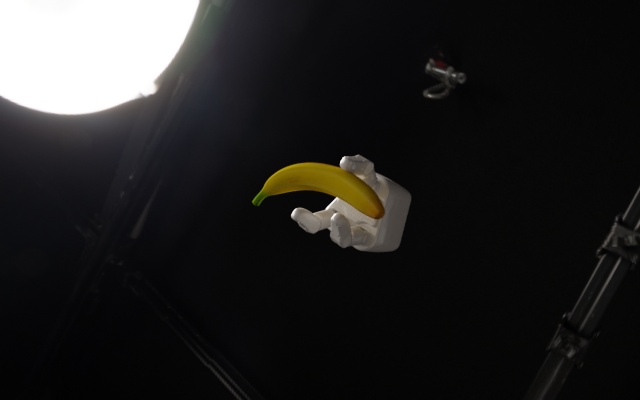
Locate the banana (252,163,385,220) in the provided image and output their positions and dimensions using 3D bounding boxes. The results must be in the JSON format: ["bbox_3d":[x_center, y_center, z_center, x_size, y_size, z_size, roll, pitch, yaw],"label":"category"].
[{"bbox_3d":[0.000,-0.016,0.639,0.198,0.069,0.037,5,-9,31],"label":"banana"}]
